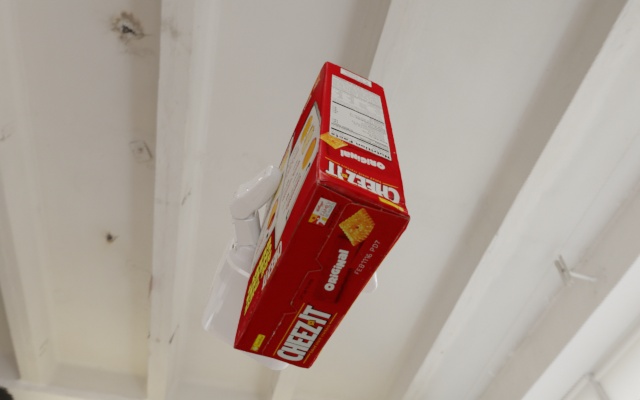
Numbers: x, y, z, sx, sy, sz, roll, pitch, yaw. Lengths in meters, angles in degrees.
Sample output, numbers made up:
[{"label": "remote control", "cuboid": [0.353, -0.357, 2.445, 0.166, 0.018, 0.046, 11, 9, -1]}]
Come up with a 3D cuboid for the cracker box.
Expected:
[{"label": "cracker box", "cuboid": [0.000, 0.001, 0.404, 0.072, 0.164, 0.213, 20, 33, -11]}]
